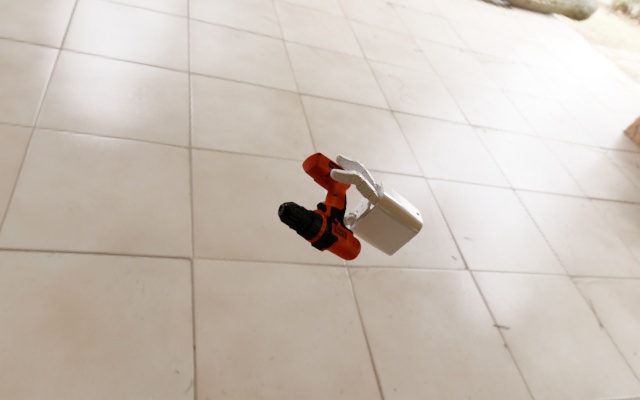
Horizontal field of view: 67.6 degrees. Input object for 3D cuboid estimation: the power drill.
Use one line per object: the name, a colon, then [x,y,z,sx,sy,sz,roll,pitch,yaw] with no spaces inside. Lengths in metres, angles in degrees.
power drill: [0.000,0.003,0.884,0.057,0.187,0.184,-30,-49,34]
